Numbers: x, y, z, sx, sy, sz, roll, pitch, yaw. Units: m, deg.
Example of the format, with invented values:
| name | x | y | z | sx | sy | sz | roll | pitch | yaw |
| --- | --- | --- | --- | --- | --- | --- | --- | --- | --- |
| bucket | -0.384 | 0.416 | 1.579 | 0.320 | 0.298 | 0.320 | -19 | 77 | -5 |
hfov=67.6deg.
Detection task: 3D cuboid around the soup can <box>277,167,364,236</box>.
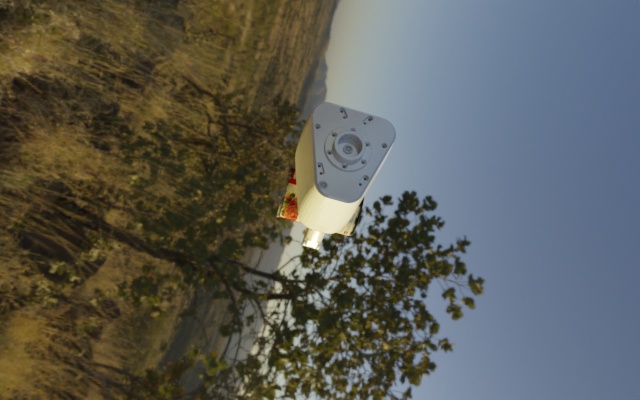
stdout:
| name | x | y | z | sx | sy | sz | roll | pitch | yaw |
| --- | --- | --- | --- | --- | --- | --- | --- | --- | --- |
| soup can | 0.000 | 0.002 | 0.630 | 0.102 | 0.068 | 0.068 | 15 | -1 | -4 |
